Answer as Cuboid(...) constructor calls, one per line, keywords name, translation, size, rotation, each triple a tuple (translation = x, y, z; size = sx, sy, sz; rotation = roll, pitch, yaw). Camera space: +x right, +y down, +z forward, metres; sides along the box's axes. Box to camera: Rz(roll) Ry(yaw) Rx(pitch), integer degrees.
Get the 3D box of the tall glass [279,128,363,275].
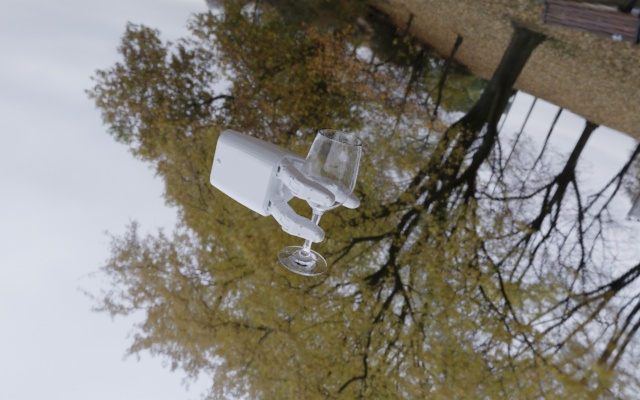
Cuboid(name="tall glass", translation=(0.000, 0.003, 0.674), size=(0.079, 0.201, 0.079), rotation=(15, 23, -6))
